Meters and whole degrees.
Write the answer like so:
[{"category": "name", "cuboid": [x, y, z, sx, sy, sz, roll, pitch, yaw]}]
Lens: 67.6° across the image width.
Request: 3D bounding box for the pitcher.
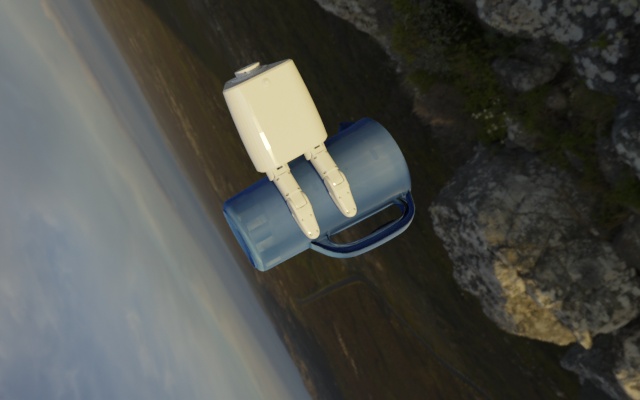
[{"category": "pitcher", "cuboid": [0.000, 0.002, 0.660, 0.243, 0.145, 0.149, -30, 24, -14]}]
